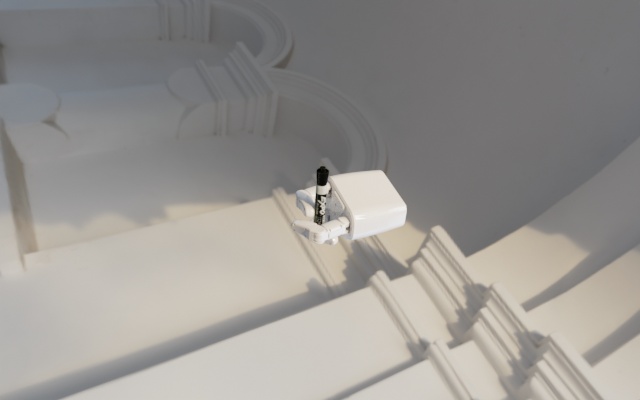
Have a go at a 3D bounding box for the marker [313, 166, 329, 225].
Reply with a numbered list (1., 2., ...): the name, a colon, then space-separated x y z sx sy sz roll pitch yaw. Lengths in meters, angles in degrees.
1. marker: 0.000 0.002 0.732 0.020 0.121 0.020 3 32 -2
